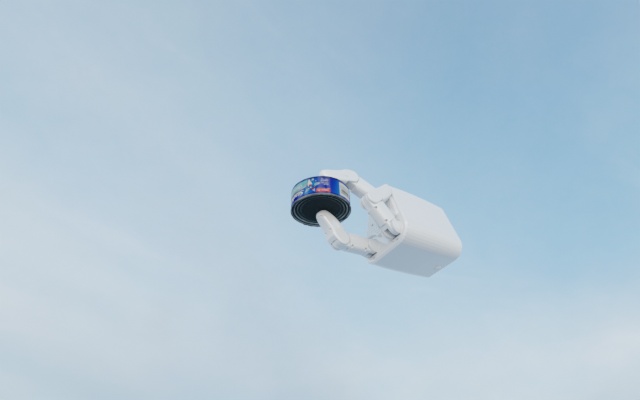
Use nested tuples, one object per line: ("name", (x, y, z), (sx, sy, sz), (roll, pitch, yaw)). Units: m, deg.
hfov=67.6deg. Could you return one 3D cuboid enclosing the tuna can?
("tuna can", (0.000, 0.002, 0.680), (0.086, 0.033, 0.086), (-1, -34, -1))
